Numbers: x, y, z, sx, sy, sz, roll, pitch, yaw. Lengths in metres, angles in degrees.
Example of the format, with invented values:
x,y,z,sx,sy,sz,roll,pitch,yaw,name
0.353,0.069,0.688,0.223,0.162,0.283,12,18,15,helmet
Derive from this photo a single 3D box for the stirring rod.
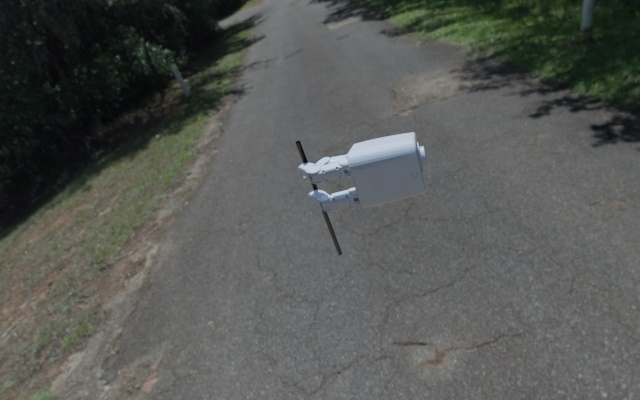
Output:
x,y,z,sx,sy,sz,roll,pitch,yaw,name
0.000,0.003,0.832,0.011,0.240,0.011,-15,31,9,stirring rod
